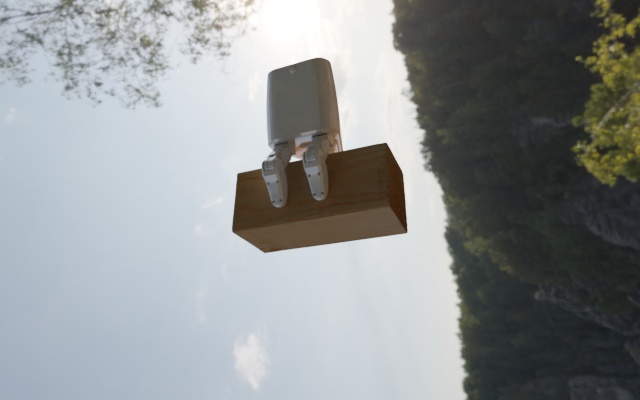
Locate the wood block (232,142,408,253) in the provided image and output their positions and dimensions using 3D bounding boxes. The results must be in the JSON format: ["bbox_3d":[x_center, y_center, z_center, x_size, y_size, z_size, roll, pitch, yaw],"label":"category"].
[{"bbox_3d":[0.000,0.002,0.622,0.206,0.090,0.091,-10,-27,21],"label":"wood block"}]
